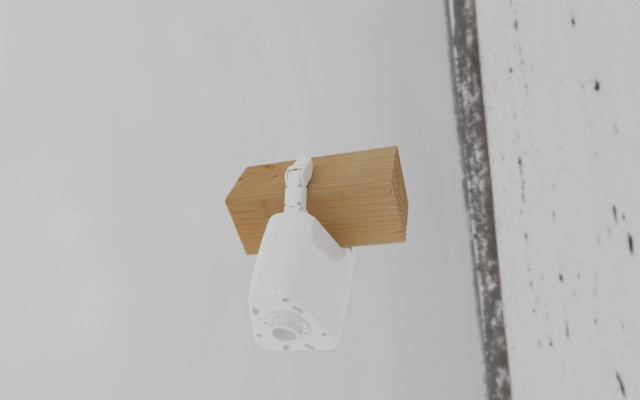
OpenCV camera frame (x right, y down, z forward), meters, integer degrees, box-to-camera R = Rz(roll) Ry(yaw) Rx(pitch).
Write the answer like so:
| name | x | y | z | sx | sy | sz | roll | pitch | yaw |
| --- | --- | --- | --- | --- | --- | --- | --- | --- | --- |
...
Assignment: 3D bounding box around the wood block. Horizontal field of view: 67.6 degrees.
| name | x | y | z | sx | sy | sz | roll | pitch | yaw |
| --- | --- | --- | --- | --- | --- | --- | --- | --- | --- |
| wood block | 0.000 | 0.002 | 0.604 | 0.206 | 0.091 | 0.090 | -6 | 31 | 17 |
